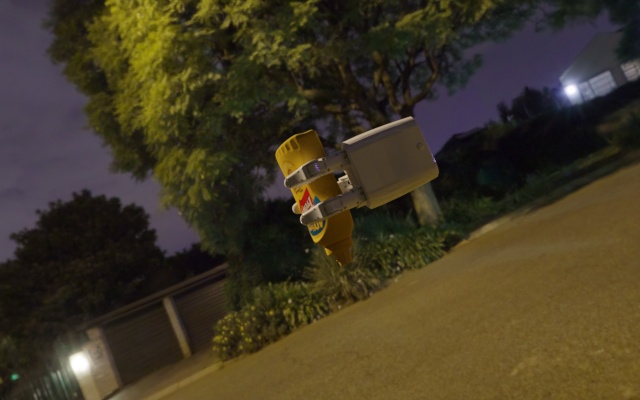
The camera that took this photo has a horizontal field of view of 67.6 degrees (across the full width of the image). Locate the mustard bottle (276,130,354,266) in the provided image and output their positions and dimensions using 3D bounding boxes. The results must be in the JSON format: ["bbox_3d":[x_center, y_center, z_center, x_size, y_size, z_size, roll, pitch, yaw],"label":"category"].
[{"bbox_3d":[0.000,0.002,0.686,0.058,0.191,0.096,-21,-5,-27],"label":"mustard bottle"}]
